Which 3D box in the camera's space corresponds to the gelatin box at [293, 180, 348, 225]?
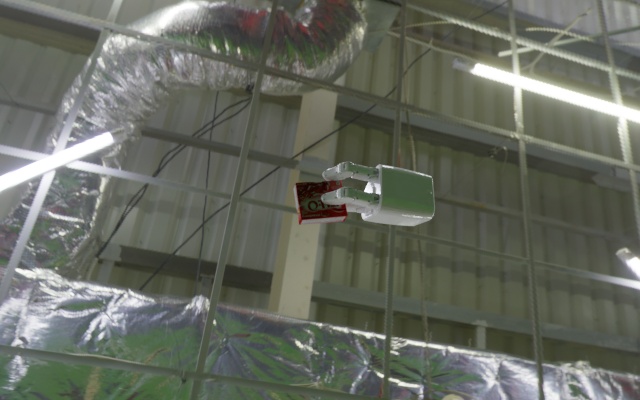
[{"bbox_3d":[0.000,0.003,0.868,0.089,0.073,0.030,-4,-22,-14],"label":"gelatin box"}]
